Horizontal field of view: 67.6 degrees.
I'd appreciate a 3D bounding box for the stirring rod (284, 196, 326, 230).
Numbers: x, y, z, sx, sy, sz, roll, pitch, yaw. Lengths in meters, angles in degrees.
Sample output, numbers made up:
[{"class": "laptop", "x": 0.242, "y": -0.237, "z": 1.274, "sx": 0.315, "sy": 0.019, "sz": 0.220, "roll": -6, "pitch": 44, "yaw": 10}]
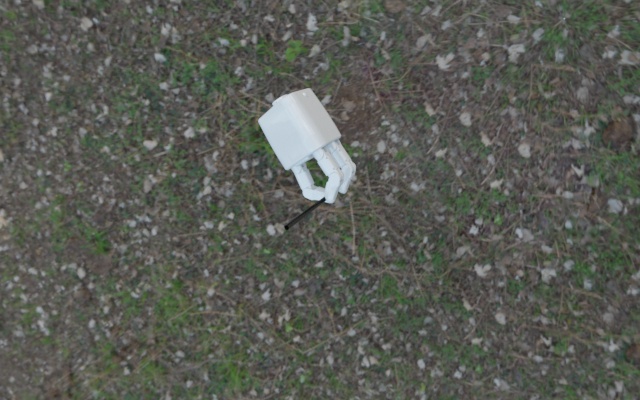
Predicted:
[{"class": "stirring rod", "x": 0.000, "y": 0.003, "z": 0.825, "sx": 0.011, "sy": 0.011, "sz": 0.239, "roll": 0, "pitch": 19, "yaw": 27}]
